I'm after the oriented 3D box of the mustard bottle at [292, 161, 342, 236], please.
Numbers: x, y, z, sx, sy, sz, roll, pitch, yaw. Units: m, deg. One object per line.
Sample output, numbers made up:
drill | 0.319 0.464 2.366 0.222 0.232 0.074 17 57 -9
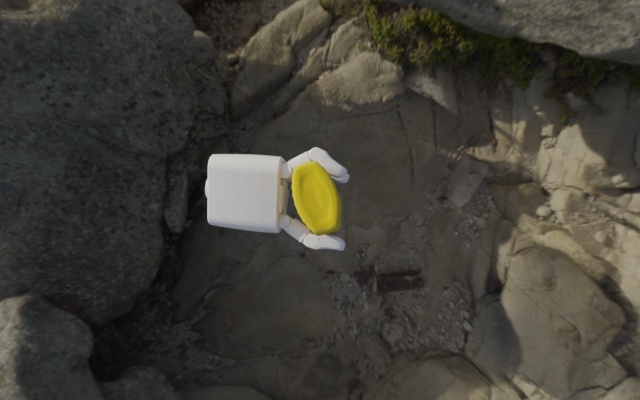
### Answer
mustard bottle | 0.000 0.002 0.701 0.058 0.096 0.191 -20 -5 2
